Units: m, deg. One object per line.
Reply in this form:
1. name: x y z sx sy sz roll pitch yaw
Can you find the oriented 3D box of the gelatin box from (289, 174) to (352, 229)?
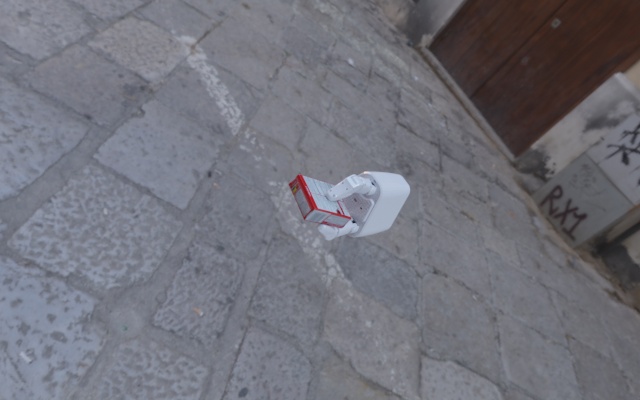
1. gelatin box: 0.000 0.002 0.753 0.089 0.073 0.030 15 -51 -45
